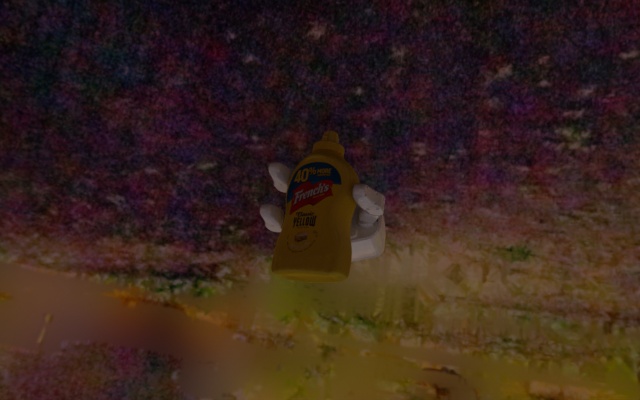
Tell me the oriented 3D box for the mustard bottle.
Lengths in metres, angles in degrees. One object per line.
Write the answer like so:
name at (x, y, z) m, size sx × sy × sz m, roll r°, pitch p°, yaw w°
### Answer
mustard bottle at (0.000, 0.002, 0.587) m, size 0.096 × 0.191 × 0.058 m, roll -6°, pitch -25°, yaw 36°
